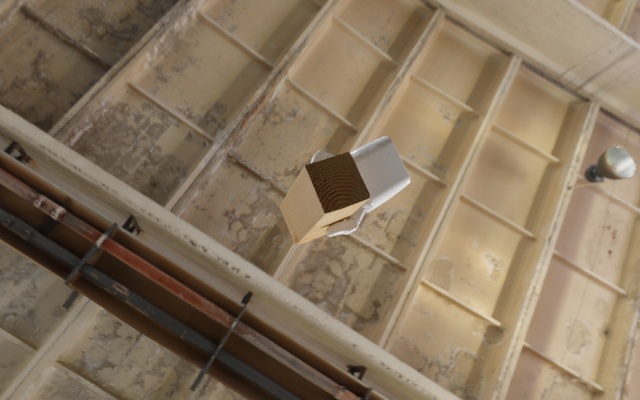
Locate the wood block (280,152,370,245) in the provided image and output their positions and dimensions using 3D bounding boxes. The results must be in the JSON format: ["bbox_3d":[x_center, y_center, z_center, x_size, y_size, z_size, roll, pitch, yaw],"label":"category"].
[{"bbox_3d":[0.001,0.003,0.872,0.090,0.091,0.206,-19,-13,-22],"label":"wood block"}]
